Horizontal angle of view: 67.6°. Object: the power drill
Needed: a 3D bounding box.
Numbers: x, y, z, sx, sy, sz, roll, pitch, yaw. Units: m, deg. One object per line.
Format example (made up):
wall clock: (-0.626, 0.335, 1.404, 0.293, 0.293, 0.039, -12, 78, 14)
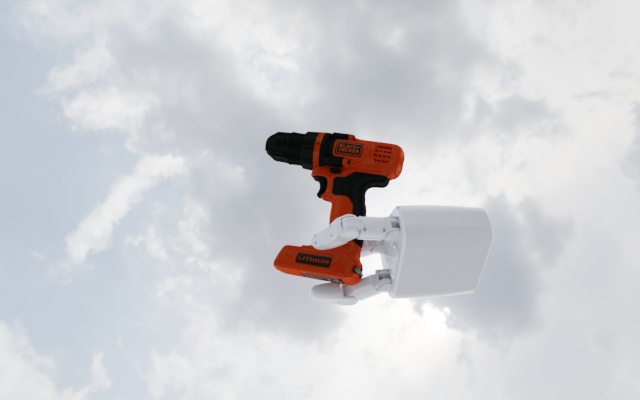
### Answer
power drill: (0.000, 0.002, 0.596, 0.184, 0.187, 0.057, 8, -16, 17)
